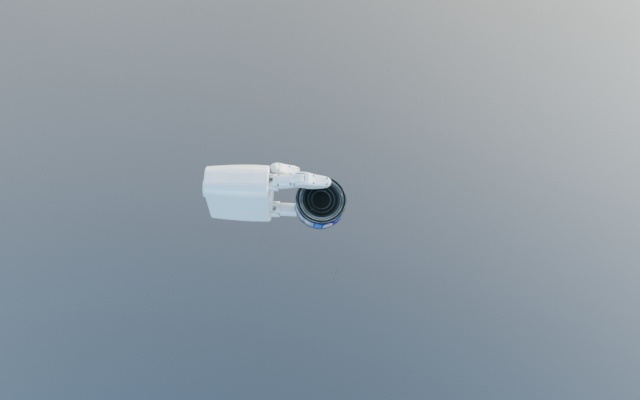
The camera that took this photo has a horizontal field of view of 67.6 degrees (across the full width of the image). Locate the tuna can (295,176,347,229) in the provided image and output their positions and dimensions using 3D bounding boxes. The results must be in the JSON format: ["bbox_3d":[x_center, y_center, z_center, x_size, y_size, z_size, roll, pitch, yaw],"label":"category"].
[{"bbox_3d":[0.000,0.002,0.796,0.086,0.086,0.034,0,-18,-5],"label":"tuna can"}]
